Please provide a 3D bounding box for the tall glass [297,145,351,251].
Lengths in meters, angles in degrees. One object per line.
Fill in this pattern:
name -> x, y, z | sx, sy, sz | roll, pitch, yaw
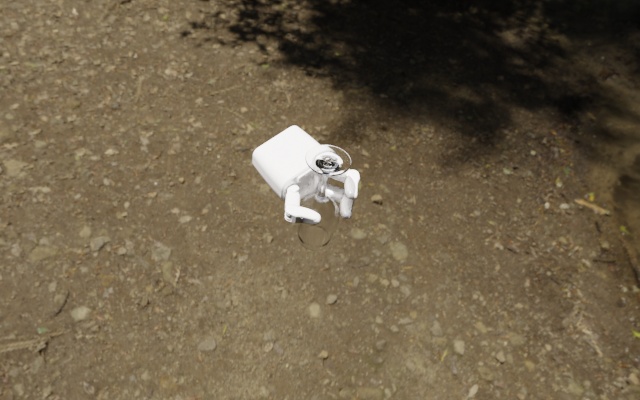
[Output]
tall glass -> 0.000, 0.002, 0.833 | 0.079, 0.079, 0.201 | 0, -43, -10
